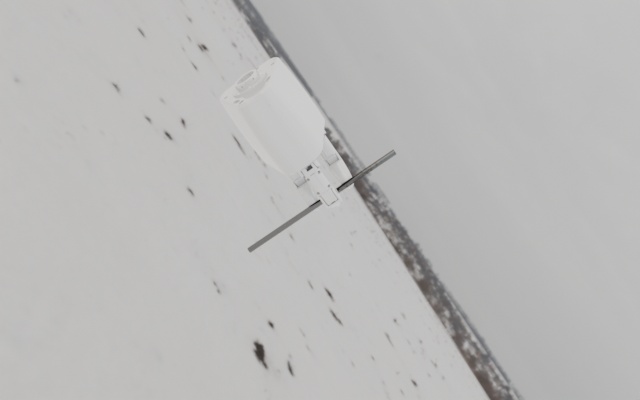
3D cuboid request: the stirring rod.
[{"bbox_3d":[0.000,0.002,0.649,0.239,0.011,0.011,-34,-4,6],"label":"stirring rod"}]
